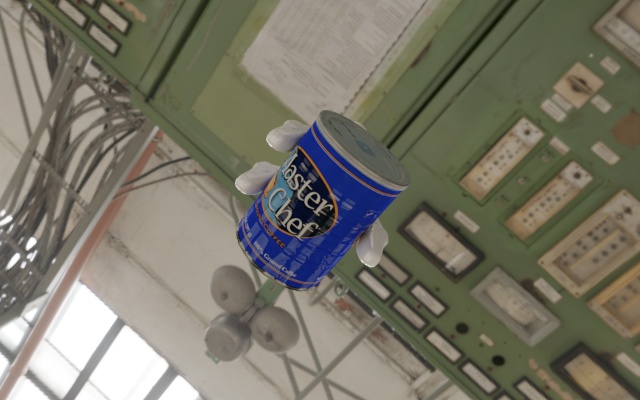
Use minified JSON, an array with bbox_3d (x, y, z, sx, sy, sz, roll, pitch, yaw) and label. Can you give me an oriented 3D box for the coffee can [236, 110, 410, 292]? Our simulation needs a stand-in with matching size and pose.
[{"bbox_3d":[0.000,0.001,0.452,0.103,0.140,0.102,33,23,-16],"label":"coffee can"}]
